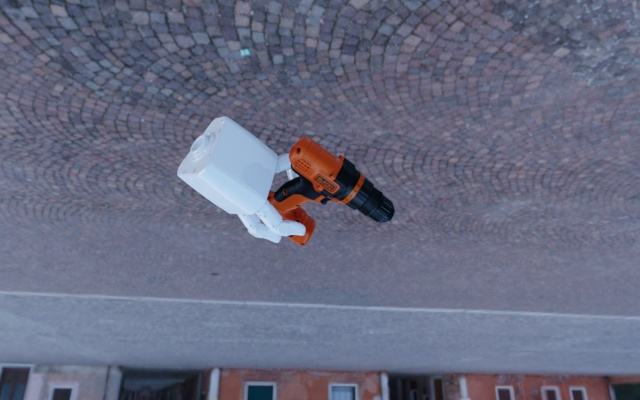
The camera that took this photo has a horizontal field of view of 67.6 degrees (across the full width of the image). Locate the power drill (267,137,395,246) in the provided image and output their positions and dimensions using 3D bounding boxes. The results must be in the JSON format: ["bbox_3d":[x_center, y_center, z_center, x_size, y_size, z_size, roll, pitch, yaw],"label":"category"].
[{"bbox_3d":[0.000,0.003,0.754,0.184,0.057,0.188,37,-43,-12],"label":"power drill"}]
